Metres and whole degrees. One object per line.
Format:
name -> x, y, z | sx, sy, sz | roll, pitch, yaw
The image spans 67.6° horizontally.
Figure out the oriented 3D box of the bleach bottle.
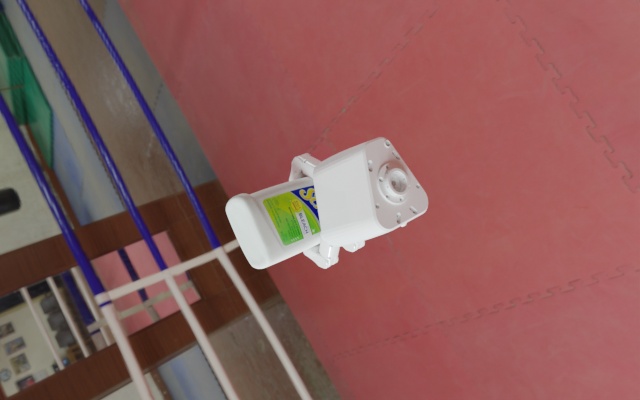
bleach bottle -> 0.000, 0.002, 0.672 | 0.251, 0.102, 0.068 | -24, 0, -35
